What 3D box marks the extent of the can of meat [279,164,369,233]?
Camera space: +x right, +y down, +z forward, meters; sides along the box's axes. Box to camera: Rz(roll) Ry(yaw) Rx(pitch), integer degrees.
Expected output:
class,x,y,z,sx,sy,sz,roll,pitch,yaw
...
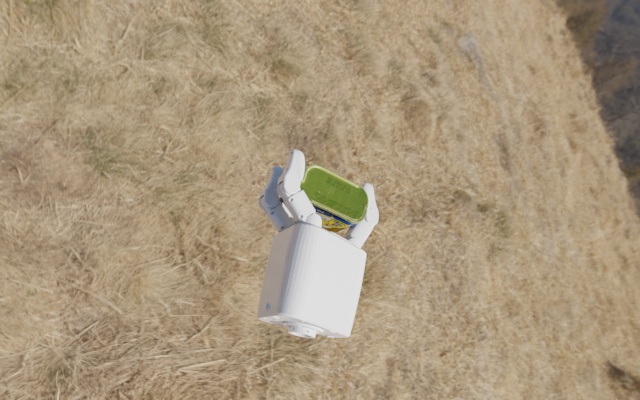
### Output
class,x,y,z,sx,sy,sz,roll,pitch,yaw
can of meat,0.000,0.002,0.618,0.102,0.057,0.084,25,-25,-20
